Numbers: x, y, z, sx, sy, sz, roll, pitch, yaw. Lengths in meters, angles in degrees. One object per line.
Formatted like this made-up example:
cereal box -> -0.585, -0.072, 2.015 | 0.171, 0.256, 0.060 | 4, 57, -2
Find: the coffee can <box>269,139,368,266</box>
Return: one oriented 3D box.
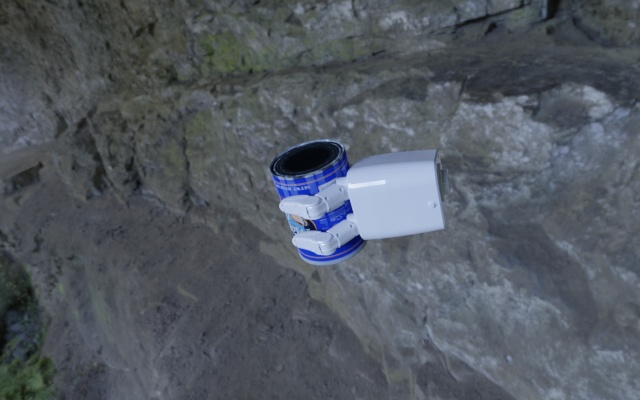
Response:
coffee can -> 0.000, 0.002, 0.649 | 0.103, 0.140, 0.102 | -13, 30, 8
